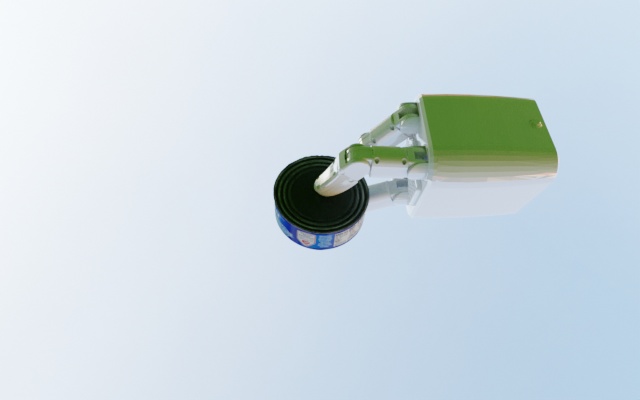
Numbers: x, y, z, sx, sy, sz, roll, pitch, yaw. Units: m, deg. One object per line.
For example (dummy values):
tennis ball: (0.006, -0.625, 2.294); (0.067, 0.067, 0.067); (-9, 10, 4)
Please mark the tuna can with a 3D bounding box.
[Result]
tuna can: (0.000, 0.002, 0.437); (0.086, 0.086, 0.034); (0, -35, -4)
